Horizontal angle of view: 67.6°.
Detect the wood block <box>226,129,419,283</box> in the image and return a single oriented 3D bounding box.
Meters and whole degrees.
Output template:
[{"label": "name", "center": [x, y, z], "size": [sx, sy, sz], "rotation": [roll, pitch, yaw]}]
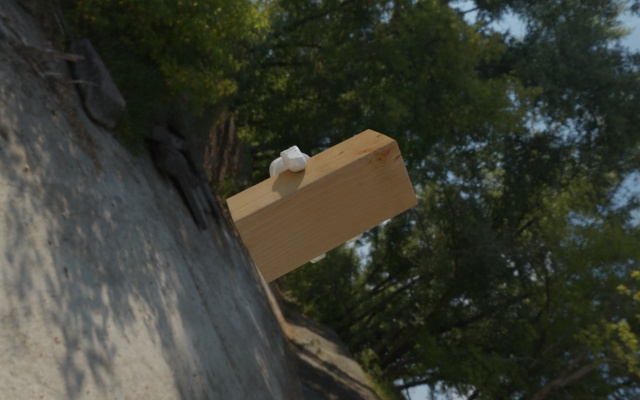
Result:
[{"label": "wood block", "center": [0.000, 0.001, 0.589], "size": [0.206, 0.091, 0.090], "rotation": [-27, 23, -7]}]
